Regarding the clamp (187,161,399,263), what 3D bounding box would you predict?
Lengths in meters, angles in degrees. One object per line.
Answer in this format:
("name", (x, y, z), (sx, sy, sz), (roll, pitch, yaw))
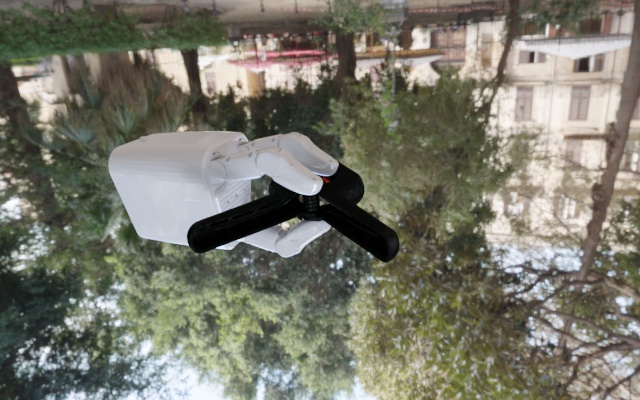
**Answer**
("clamp", (0.000, 0.002, 0.441), (0.164, 0.036, 0.210), (5, 22, 16))
